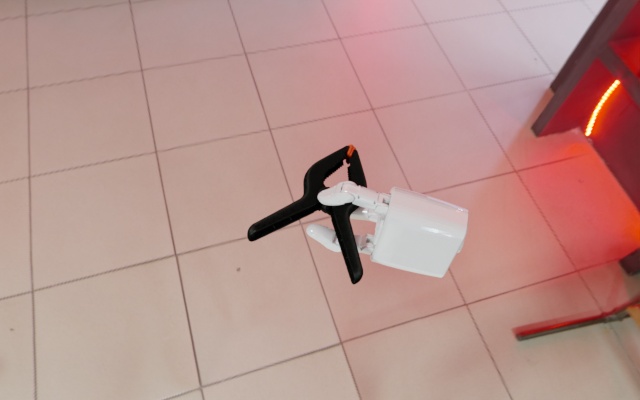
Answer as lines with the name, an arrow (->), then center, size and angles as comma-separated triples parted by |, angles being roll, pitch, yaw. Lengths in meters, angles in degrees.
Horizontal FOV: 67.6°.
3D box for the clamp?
clamp -> 0.001, 0.001, 0.680 | 0.164, 0.209, 0.036 | 17, -31, 1
